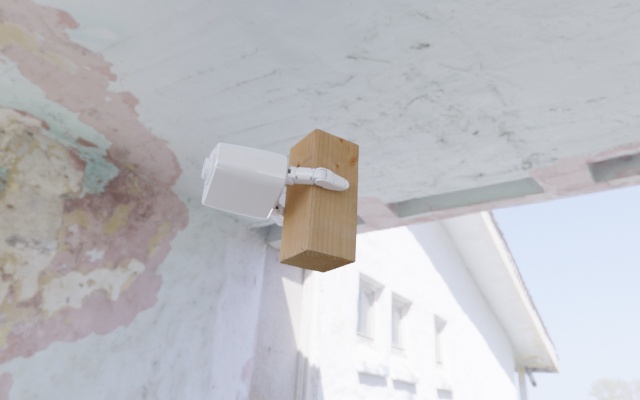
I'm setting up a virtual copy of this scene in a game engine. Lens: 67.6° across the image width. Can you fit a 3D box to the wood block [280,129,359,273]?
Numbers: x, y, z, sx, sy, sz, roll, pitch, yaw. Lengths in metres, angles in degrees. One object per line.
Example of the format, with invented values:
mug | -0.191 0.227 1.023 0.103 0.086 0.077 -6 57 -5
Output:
wood block | 0.000 0.002 0.779 0.090 0.206 0.091 18 -27 -29
